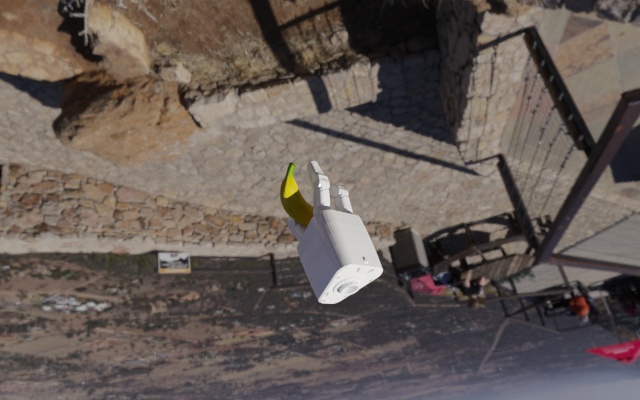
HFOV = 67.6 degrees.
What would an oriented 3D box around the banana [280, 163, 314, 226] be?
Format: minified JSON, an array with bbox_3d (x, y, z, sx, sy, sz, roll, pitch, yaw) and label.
[{"bbox_3d":[-0.015,0.014,0.823,0.198,0.069,0.037,43,5,-48],"label":"banana"}]
